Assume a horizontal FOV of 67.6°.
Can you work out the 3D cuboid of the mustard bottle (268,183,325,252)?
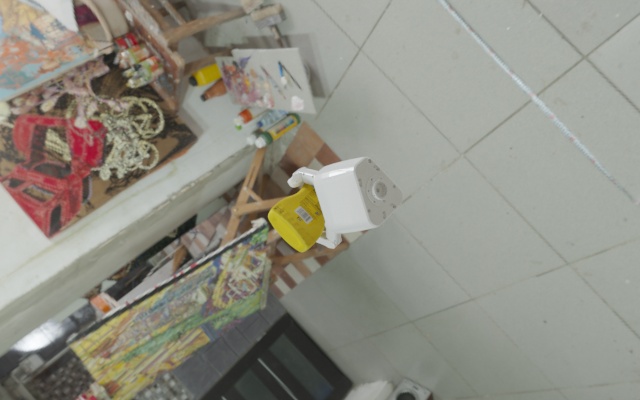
[{"bbox_3d":[0.000,0.003,0.882,0.191,0.096,0.058,-41,-7,-33],"label":"mustard bottle"}]
